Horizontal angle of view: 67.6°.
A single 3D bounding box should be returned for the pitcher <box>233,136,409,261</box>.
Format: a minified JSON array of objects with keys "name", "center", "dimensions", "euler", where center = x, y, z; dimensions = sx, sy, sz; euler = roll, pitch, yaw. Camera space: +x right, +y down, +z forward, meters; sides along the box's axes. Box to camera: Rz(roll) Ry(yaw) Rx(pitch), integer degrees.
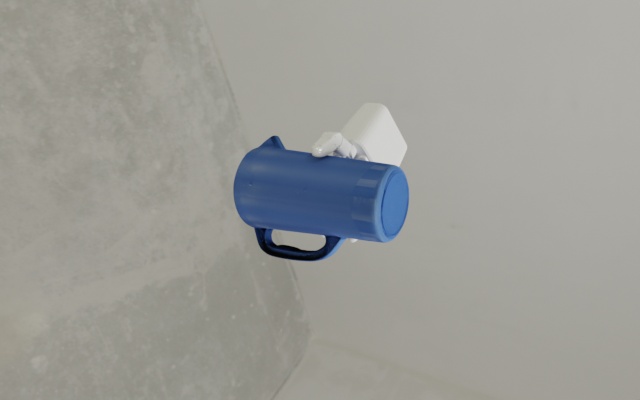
[{"name":"pitcher","center":[0.000,0.002,0.711],"dimensions":[0.243,0.149,0.145],"euler":[8,48,32]}]
